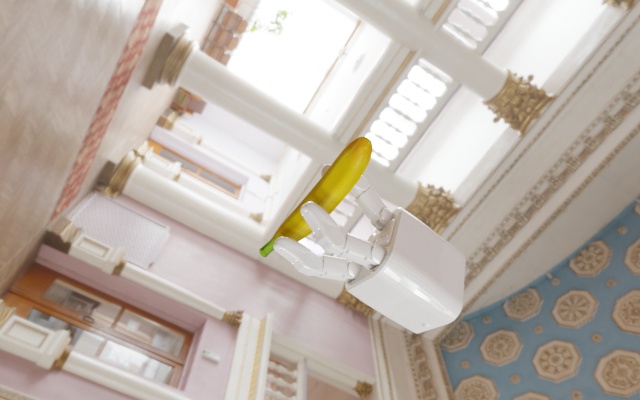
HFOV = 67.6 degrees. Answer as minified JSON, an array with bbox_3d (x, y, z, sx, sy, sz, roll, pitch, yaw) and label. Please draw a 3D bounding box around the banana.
[{"bbox_3d":[0.004,-0.003,0.545,0.037,0.198,0.069,41,30,0],"label":"banana"}]
